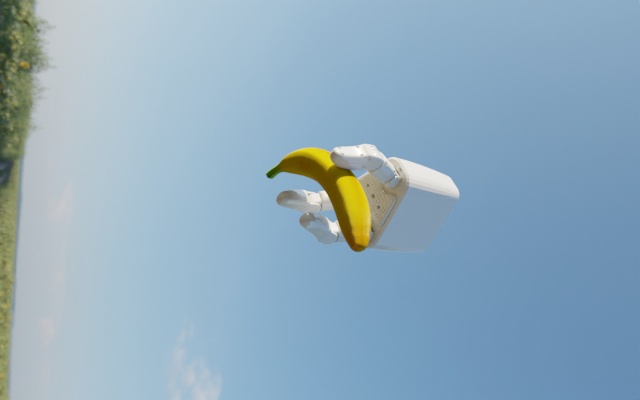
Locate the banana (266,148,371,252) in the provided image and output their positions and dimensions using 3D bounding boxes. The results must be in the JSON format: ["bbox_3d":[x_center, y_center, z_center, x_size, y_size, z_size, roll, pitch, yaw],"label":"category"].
[{"bbox_3d":[0.007,-0.016,0.540,0.037,0.069,0.197,21,12,-40],"label":"banana"}]
